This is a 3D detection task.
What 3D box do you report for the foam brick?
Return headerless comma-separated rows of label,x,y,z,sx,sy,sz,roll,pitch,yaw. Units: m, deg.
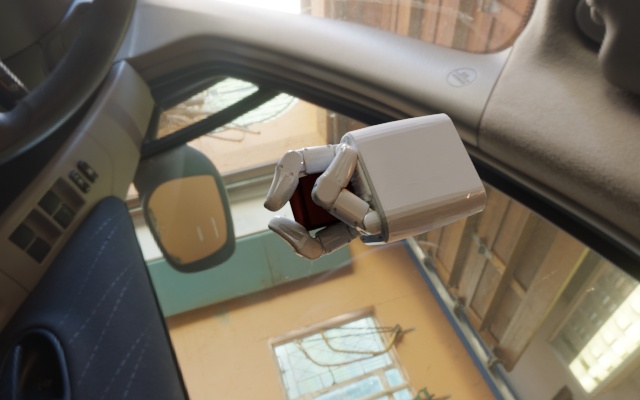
foam brick,0.000,0.002,0.488,0.051,0.053,0.078,-15,-3,-13
